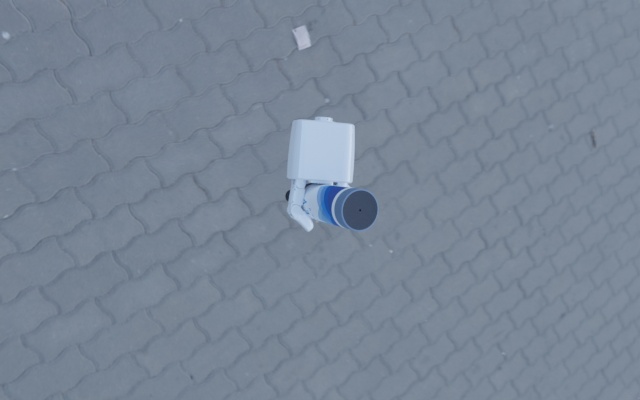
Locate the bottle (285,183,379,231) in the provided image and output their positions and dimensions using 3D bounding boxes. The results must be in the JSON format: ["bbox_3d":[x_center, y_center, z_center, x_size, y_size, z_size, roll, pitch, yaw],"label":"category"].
[{"bbox_3d":[0.000,0.003,0.868,0.069,0.069,0.295,0,5,-25],"label":"bottle"}]
